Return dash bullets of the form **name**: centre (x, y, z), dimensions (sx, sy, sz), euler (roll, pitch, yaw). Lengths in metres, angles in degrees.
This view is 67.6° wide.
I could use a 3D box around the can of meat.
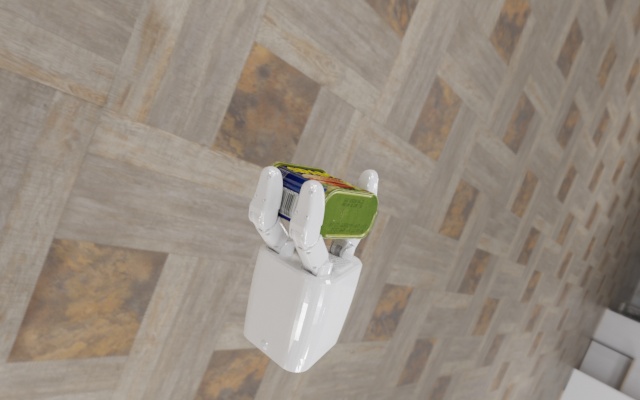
- **can of meat**: centre (0.000, 0.002, 0.501), dimensions (0.084, 0.057, 0.102), euler (25, 13, 38)
